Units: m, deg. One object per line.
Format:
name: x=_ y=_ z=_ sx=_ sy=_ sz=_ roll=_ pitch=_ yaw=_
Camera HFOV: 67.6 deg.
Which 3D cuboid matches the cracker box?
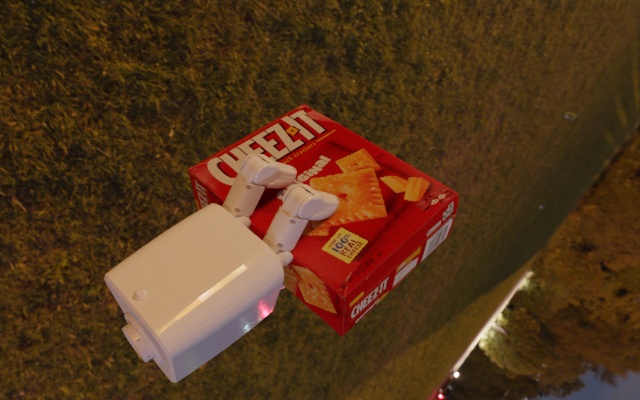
cracker box: x=0.000 y=0.002 z=0.473 sx=0.213 sy=0.072 sz=0.164 roll=36 pitch=55 yaw=30
